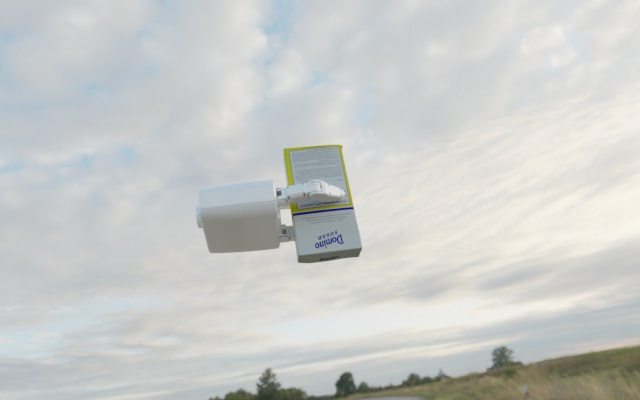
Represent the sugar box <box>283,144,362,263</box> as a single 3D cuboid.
[{"bbox_3d":[0.000,0.002,0.711,0.093,0.176,0.048,-6,-23,-7],"label":"sugar box"}]
